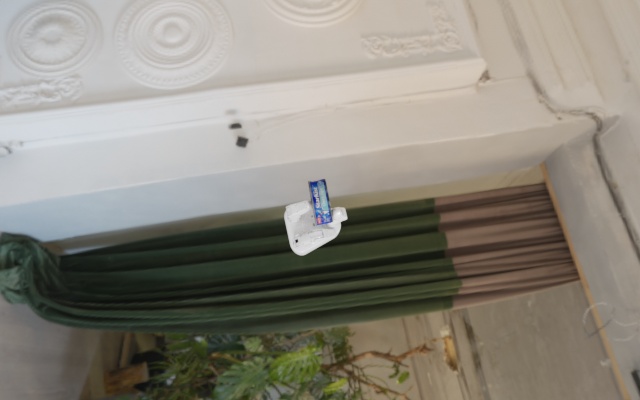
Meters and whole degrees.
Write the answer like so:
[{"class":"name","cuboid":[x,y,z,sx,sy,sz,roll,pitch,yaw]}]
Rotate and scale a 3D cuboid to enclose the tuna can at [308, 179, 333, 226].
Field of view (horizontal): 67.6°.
[{"class":"tuna can","cuboid":[0.001,0.003,0.899,0.034,0.086,0.086,-10,0,0]}]
